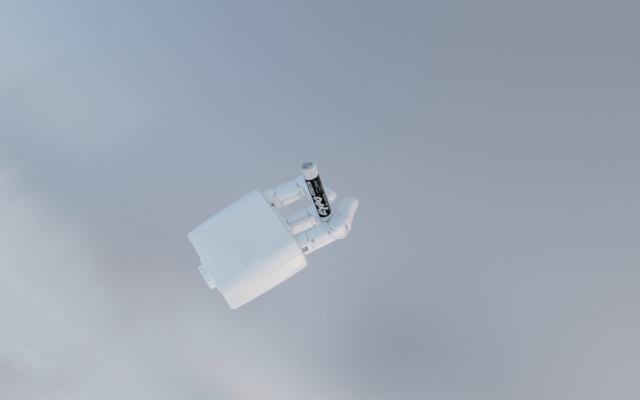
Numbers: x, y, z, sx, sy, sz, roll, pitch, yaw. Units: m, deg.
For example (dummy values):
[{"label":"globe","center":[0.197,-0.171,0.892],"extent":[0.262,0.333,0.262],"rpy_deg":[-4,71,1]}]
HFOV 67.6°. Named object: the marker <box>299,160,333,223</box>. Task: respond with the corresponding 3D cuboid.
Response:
[{"label":"marker","center":[0.000,0.002,0.579],"extent":[0.020,0.020,0.121],"rpy_deg":[0,-44,21]}]
